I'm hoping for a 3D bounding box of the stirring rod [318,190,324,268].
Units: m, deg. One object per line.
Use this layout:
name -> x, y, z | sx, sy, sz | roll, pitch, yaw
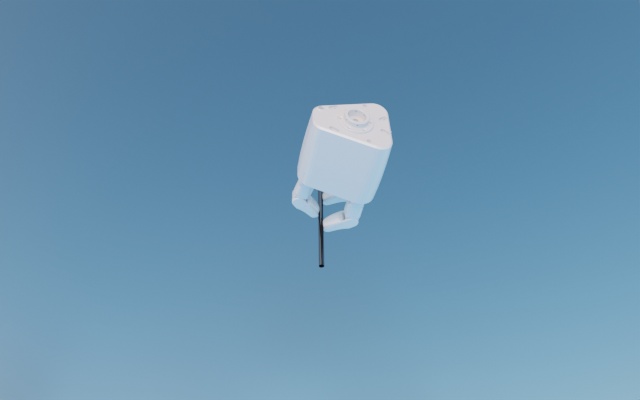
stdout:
stirring rod -> 0.000, 0.002, 0.756 | 0.011, 0.239, 0.011 | -1, -41, 0
